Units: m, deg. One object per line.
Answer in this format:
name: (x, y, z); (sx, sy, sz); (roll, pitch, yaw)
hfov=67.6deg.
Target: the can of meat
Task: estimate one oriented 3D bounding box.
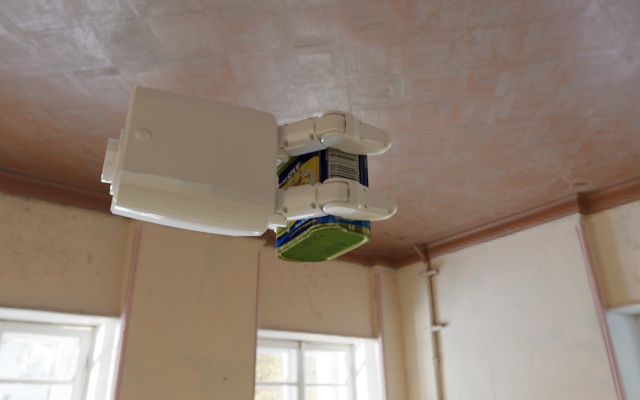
can of meat: (0.000, 0.002, 0.408); (0.057, 0.084, 0.102); (12, -26, -26)
